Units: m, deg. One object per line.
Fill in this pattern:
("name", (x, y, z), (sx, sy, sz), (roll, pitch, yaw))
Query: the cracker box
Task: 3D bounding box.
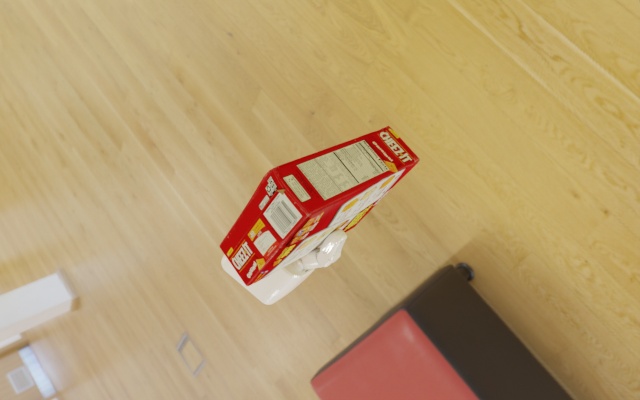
("cracker box", (0.000, 0.002, 0.589), (0.213, 0.072, 0.164), (-26, -17, -44))
